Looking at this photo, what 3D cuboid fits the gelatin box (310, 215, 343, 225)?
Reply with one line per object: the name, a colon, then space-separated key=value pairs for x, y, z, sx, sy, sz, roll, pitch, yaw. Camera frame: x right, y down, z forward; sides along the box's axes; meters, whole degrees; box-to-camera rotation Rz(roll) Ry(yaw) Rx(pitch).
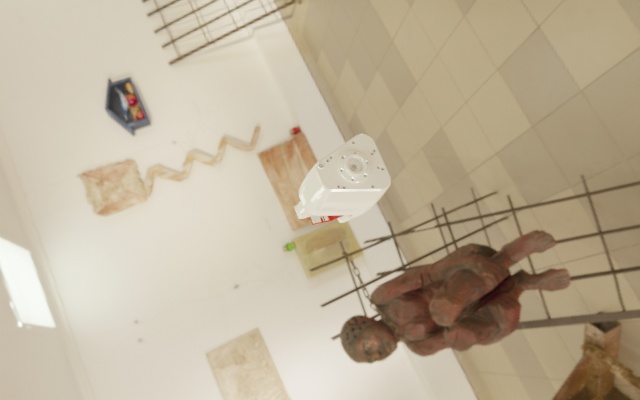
gelatin box: x=0.000 y=0.003 z=0.860 sx=0.030 sy=0.073 sz=0.089 roll=-21 pitch=1 yaw=-23
